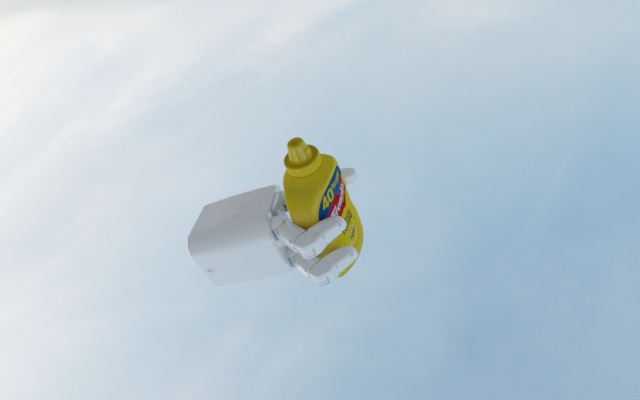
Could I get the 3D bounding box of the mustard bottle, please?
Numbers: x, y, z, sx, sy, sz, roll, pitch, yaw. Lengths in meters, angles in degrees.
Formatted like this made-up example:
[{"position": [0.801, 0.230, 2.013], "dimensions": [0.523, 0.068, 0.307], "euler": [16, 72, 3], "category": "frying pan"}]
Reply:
[{"position": [0.000, 0.002, 0.570], "dimensions": [0.058, 0.096, 0.192], "euler": [5, -40, 27], "category": "mustard bottle"}]
